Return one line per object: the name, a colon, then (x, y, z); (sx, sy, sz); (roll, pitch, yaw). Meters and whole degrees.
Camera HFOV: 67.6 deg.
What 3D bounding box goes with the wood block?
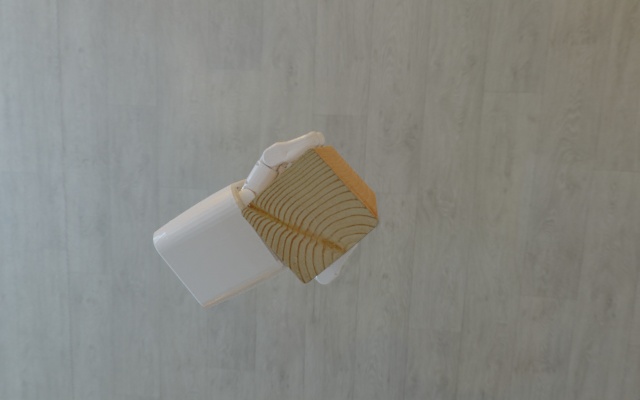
wood block: (0.000, 0.002, 0.518); (0.090, 0.091, 0.206); (-41, 2, 9)
